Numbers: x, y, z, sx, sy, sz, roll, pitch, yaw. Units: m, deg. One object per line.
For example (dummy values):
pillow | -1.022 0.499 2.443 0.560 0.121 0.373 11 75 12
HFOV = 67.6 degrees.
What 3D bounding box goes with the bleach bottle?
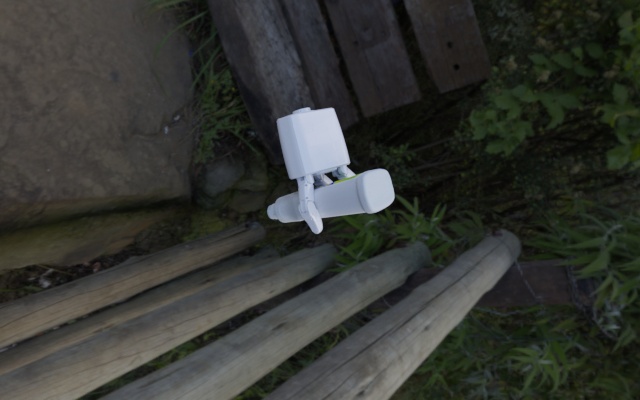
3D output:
bleach bottle | 0.000 0.003 0.859 0.251 0.068 0.102 -12 4 35
